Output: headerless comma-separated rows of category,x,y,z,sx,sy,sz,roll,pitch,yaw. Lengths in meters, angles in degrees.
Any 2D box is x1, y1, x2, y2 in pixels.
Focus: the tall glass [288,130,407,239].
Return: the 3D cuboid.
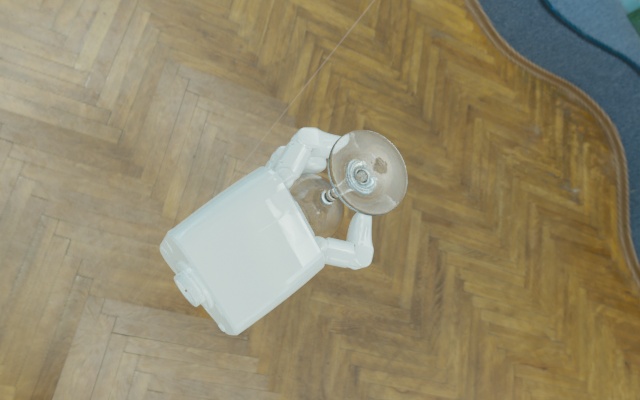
tall glass,0.000,0.001,0.479,0.079,0.079,0.201,0,-14,-24
